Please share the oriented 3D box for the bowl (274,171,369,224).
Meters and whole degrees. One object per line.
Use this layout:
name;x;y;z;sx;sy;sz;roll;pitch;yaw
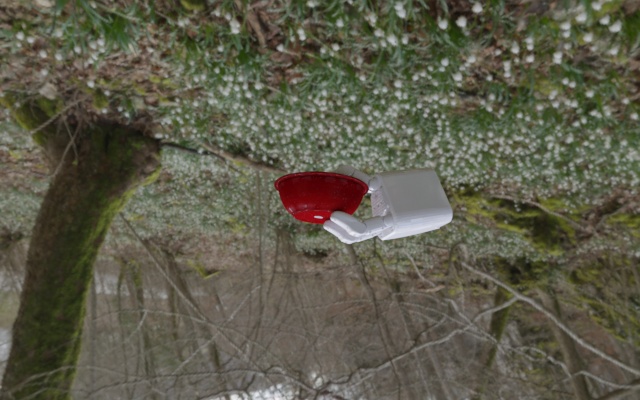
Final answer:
bowl;-0.001;0.003;0.806;0.162;0.055;0.162;3;-16;1
